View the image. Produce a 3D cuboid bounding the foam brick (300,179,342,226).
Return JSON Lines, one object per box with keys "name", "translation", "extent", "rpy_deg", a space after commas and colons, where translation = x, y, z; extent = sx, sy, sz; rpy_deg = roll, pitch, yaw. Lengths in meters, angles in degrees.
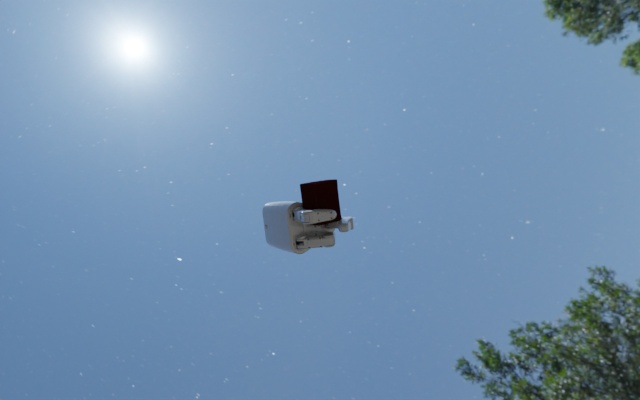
{"name": "foam brick", "translation": [0.000, 0.003, 0.879], "extent": [0.053, 0.078, 0.051], "rpy_deg": [-11, 9, -33]}
